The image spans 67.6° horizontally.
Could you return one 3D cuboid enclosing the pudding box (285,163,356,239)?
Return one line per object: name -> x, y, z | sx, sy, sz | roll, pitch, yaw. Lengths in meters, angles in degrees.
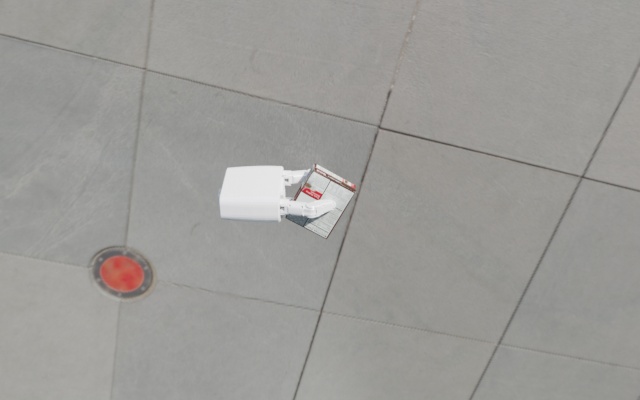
pudding box -> 0.000, 0.003, 0.872 | 0.090, 0.113, 0.039 | 28, 22, -9
